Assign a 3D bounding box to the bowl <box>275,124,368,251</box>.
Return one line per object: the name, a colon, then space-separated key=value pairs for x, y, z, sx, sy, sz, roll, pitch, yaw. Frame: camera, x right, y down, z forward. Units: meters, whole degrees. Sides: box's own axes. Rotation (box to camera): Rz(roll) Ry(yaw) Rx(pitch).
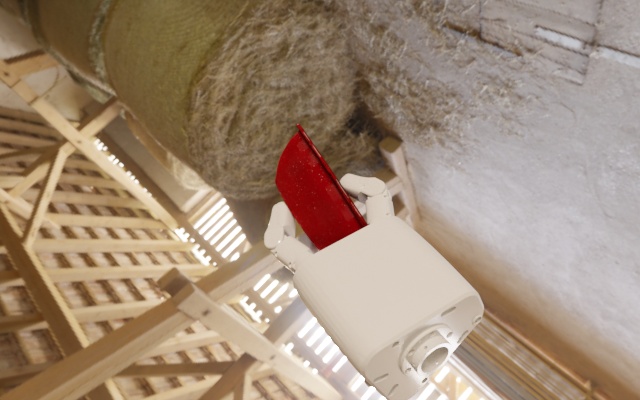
bowl: x=-0.001 y=0.001 z=0.500 sx=0.055 sy=0.162 sz=0.162 roll=-33 pitch=-2 yaw=2
